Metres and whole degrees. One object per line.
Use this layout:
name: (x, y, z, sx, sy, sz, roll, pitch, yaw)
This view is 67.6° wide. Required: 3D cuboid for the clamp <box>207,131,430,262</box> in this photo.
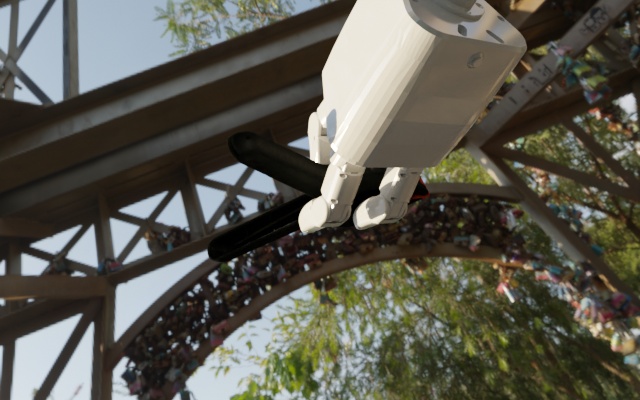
clamp: (0.000, 0.001, 0.431, 0.210, 0.036, 0.165, -2, -33, -29)
